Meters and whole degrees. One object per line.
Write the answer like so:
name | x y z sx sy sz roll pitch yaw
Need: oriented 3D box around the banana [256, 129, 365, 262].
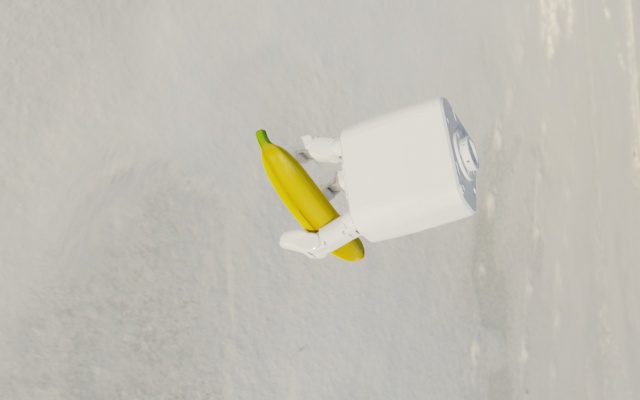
banana | -0.003 0.009 0.512 0.037 0.198 0.069 -28 25 19
